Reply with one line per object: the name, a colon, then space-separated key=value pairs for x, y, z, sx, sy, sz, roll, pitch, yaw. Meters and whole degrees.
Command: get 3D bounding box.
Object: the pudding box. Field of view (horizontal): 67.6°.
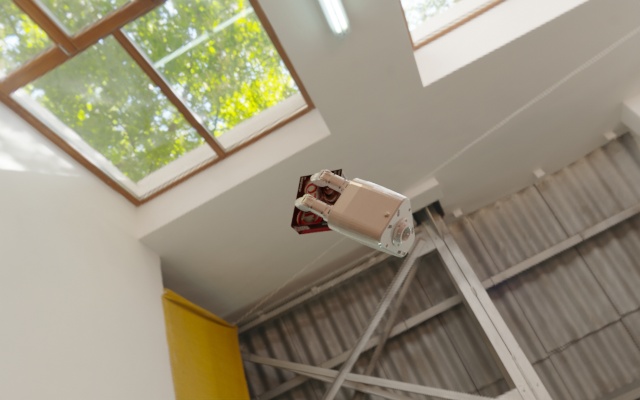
pudding box: x=0.000 y=0.003 z=0.867 sx=0.090 sy=0.113 sz=0.039 roll=-9 pitch=-38 yaw=26
